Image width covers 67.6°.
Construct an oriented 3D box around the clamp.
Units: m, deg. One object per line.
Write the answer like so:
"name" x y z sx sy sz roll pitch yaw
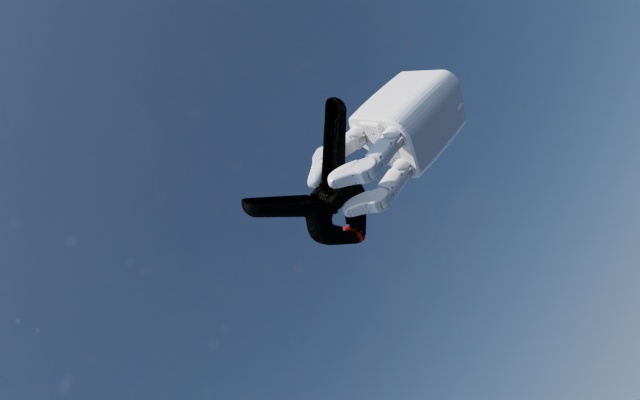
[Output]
"clamp" 0.000 0.002 0.584 0.036 0.164 0.210 31 -21 40
